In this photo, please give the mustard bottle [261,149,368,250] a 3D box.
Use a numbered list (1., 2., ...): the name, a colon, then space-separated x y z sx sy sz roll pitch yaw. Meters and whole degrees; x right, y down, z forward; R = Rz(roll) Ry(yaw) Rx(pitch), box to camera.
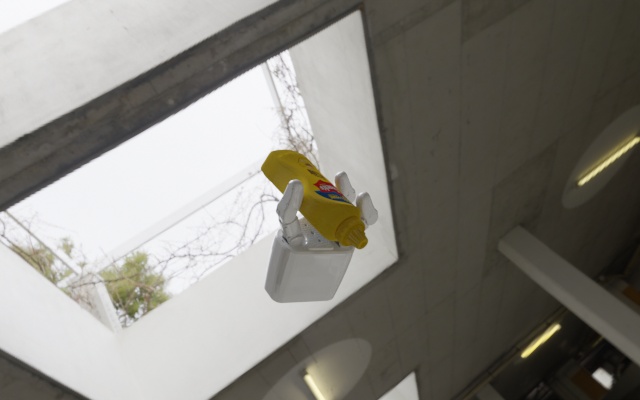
1. mustard bottle: 0.000 0.002 0.660 0.096 0.058 0.191 18 21 -49
